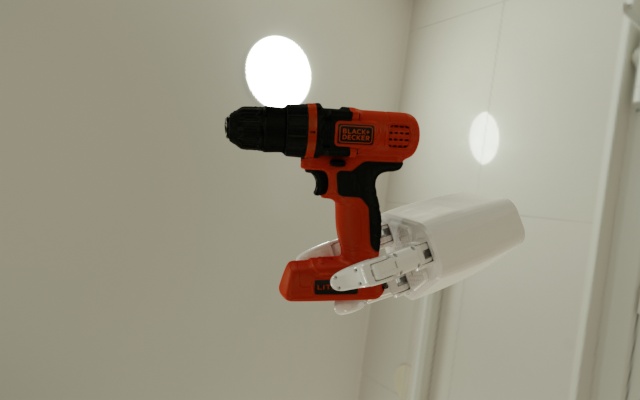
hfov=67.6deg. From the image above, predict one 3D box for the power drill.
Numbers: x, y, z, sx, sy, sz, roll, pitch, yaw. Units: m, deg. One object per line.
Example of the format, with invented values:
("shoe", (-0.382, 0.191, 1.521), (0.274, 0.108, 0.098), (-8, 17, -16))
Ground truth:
("power drill", (0.000, 0.002, 0.463), (0.184, 0.188, 0.057), (2, 11, -7))
